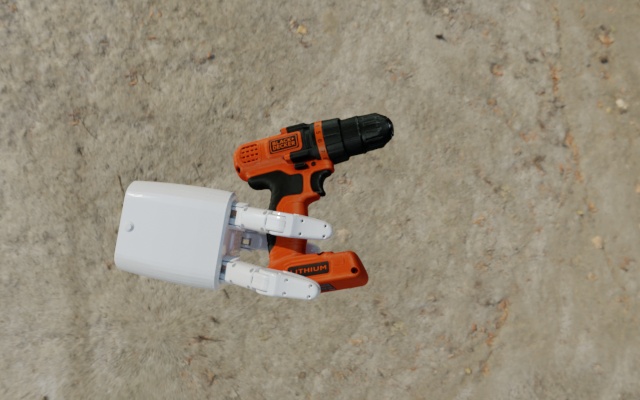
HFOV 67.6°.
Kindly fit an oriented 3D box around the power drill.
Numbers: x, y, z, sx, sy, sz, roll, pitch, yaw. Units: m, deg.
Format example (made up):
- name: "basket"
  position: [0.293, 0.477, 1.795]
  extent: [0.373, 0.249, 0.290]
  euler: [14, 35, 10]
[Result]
- name: "power drill"
  position: [0.000, 0.002, 0.512]
  extent: [0.184, 0.187, 0.057]
  euler: [-13, -24, 13]
